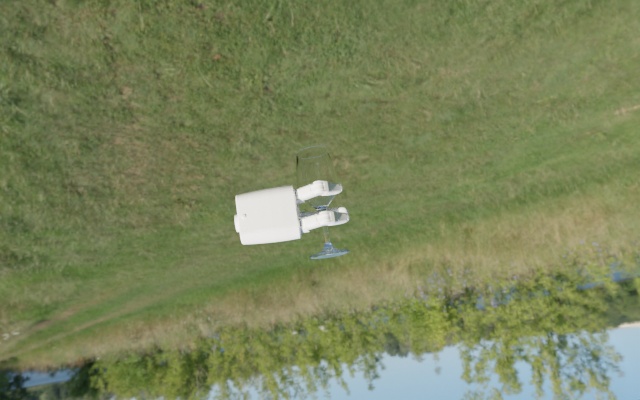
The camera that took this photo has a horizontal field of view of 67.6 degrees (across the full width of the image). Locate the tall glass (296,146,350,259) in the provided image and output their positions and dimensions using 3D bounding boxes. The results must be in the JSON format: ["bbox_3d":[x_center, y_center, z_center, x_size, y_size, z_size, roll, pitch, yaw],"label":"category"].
[{"bbox_3d":[0.000,0.004,0.887,0.079,0.201,0.079,-9,-13,-2],"label":"tall glass"}]
